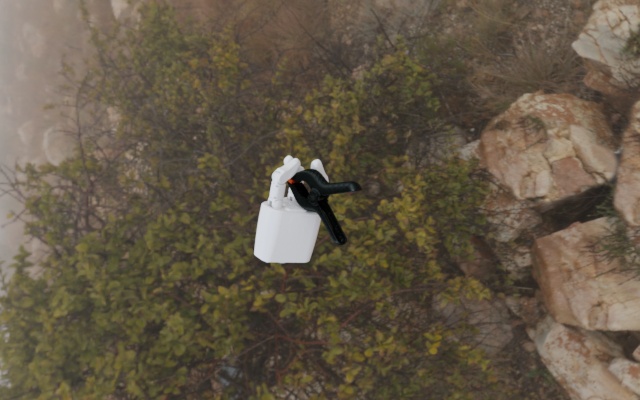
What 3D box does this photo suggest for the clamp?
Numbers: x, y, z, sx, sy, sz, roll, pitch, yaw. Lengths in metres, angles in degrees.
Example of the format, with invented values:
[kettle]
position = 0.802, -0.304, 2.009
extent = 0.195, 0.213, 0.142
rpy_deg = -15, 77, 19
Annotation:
[clamp]
position = 0.000, 0.003, 0.863
extent = 0.039, 0.120, 0.171
rpy_deg = -4, 21, -43
